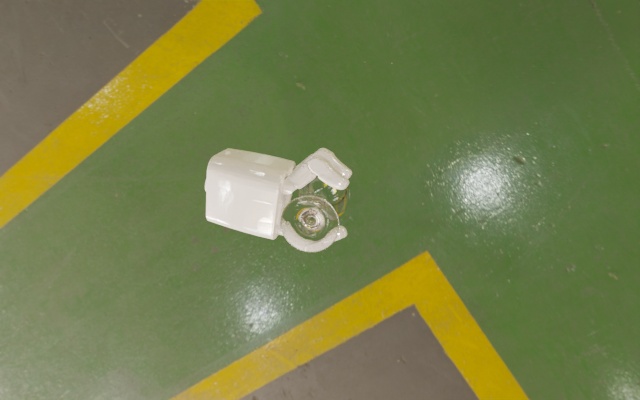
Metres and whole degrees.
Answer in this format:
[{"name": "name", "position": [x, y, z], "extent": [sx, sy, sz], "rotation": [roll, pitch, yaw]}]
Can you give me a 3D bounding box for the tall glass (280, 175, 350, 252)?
[{"name": "tall glass", "position": [0.000, 0.003, 0.681], "extent": [0.079, 0.079, 0.201], "rotation": [0, 16, 9]}]
